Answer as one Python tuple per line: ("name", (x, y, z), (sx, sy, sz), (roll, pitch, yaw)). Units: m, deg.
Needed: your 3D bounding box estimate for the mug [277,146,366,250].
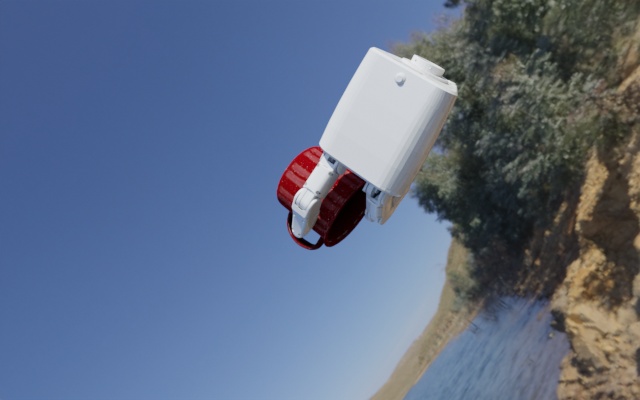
("mug", (-0.001, 0.003, 0.546), (0.081, 0.117, 0.093), (37, 24, 20))
